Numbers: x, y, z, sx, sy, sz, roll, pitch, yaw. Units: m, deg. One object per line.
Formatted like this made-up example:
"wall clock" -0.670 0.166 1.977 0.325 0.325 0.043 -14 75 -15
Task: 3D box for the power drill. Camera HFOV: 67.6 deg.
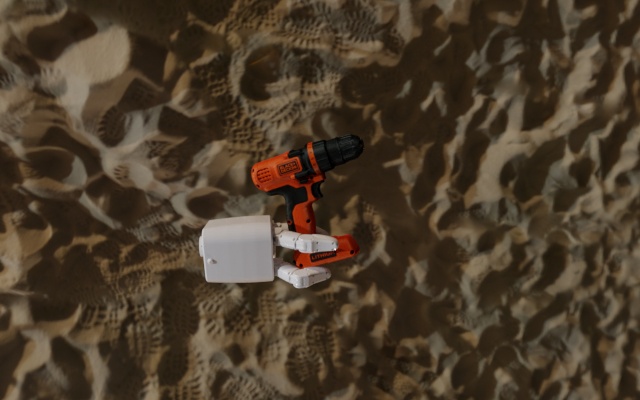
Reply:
"power drill" 0.000 0.003 0.753 0.184 0.187 0.057 -17 2 14
